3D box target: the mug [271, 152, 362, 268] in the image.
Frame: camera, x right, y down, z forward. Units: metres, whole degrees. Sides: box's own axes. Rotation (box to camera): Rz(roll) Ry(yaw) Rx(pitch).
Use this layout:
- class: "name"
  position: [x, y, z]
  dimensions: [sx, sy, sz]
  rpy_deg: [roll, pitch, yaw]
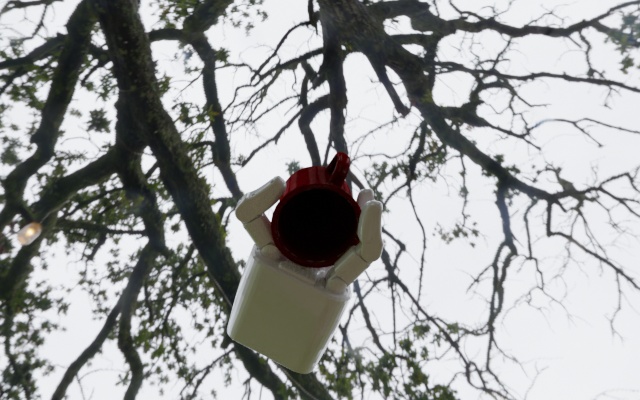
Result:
- class: "mug"
  position: [0.001, 0.000, 0.506]
  dimensions: [0.093, 0.117, 0.081]
  rpy_deg: [20, 20, -10]
